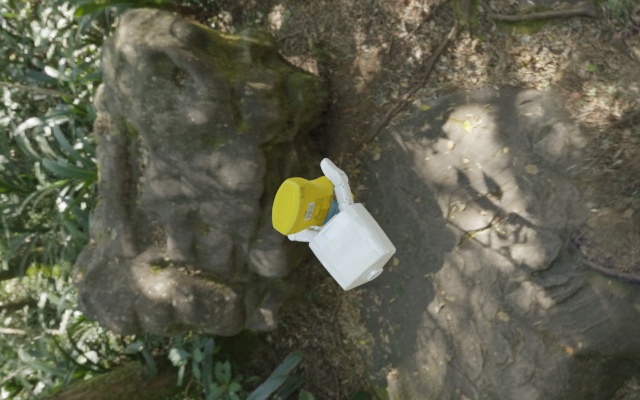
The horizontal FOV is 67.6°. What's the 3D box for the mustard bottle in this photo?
[{"bbox_3d":[0.000,0.003,0.862,0.058,0.096,0.191,28,22,33],"label":"mustard bottle"}]
